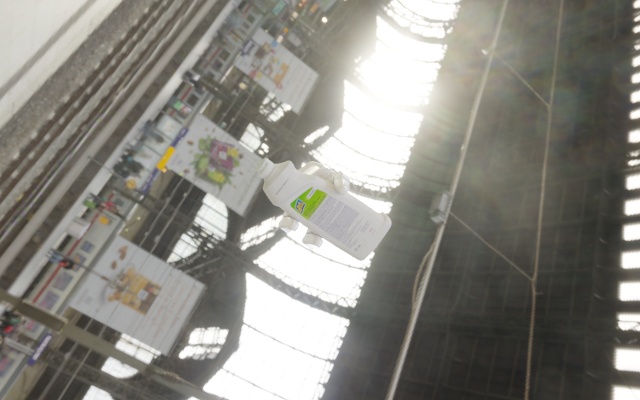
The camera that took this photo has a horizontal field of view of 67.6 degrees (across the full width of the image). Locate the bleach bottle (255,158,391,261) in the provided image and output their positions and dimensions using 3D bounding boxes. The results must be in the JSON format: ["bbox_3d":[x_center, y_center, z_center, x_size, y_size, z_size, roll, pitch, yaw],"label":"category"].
[{"bbox_3d":[0.000,0.003,0.837,0.251,0.102,0.068,36,1,-20],"label":"bleach bottle"}]
